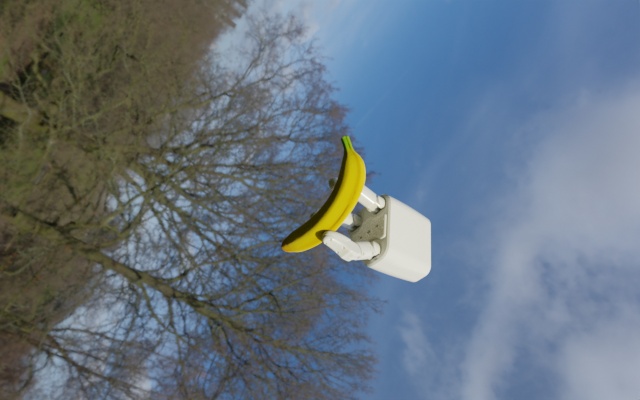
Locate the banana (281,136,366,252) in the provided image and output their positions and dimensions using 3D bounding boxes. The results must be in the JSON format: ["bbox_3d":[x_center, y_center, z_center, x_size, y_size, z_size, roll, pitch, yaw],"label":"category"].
[{"bbox_3d":[0.011,0.009,0.681,0.037,0.198,0.069,16,22,-43],"label":"banana"}]
